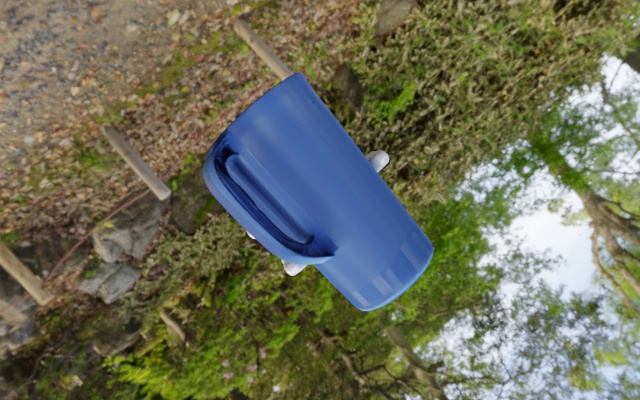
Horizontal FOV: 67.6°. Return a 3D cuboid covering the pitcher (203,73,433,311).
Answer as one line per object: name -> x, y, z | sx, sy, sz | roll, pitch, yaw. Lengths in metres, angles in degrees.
pitcher -> 0.000, 0.002, 0.505 | 0.149, 0.243, 0.145 | -41, 3, -4
